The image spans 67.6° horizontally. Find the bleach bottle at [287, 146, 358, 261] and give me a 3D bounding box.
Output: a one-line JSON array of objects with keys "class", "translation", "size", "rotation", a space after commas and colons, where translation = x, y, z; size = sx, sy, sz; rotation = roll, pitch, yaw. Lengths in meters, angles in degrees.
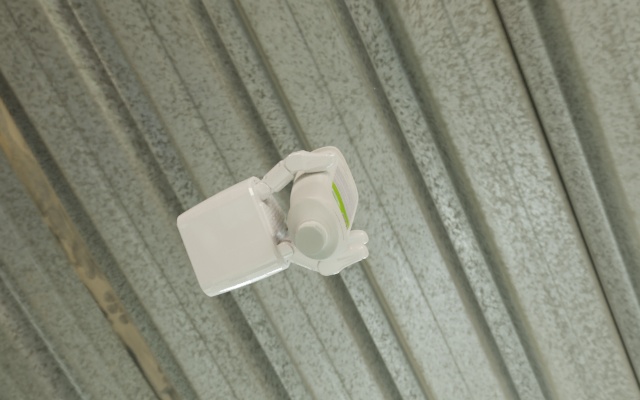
[{"class": "bleach bottle", "translation": [0.000, 0.002, 0.569], "size": [0.068, 0.102, 0.250], "rotation": [-23, 9, 11]}]
